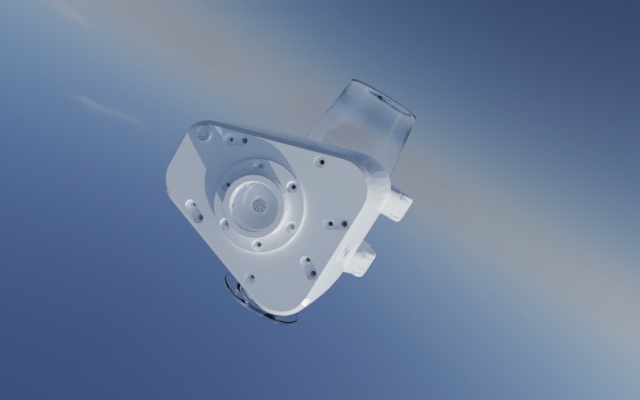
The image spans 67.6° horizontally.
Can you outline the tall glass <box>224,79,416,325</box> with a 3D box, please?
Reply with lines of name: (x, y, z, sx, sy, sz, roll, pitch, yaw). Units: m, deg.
tall glass: (0.000, 0.002, 0.402, 0.079, 0.201, 0.079, 31, 8, -5)
